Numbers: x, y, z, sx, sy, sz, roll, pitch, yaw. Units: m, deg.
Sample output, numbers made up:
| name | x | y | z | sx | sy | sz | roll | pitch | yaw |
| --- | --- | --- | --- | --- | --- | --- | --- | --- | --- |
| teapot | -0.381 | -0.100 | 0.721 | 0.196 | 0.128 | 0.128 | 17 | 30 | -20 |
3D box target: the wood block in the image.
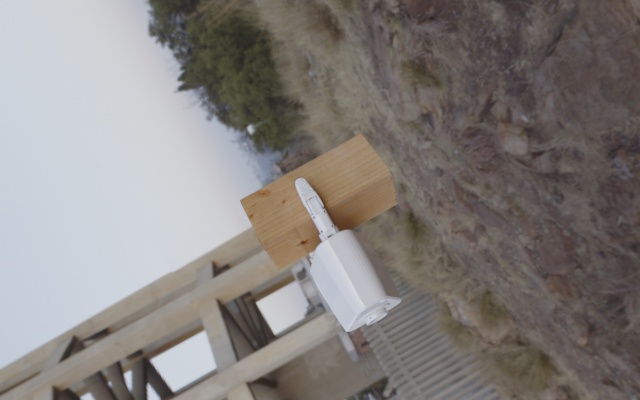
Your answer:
| name | x | y | z | sx | sy | sz | roll | pitch | yaw |
| --- | --- | --- | --- | --- | --- | --- | --- | --- | --- |
| wood block | 0.000 | 0.003 | 0.712 | 0.206 | 0.090 | 0.091 | -29 | -36 | -4 |
